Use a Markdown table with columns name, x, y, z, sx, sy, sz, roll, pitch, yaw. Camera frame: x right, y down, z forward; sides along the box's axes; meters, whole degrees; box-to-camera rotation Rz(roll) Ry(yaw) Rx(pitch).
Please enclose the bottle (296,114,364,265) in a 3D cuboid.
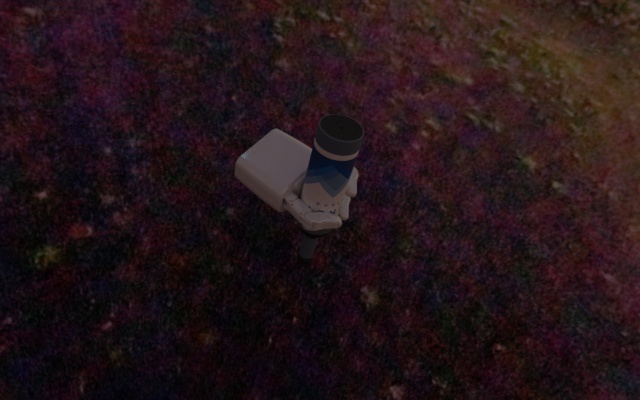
| name | x | y | z | sx | sy | sz | roll | pitch | yaw |
| --- | --- | --- | --- | --- | --- | --- | --- | --- | --- |
| bottle | 0.000 | 0.002 | 0.770 | 0.069 | 0.296 | 0.069 | 9 | 43 | -8 |
